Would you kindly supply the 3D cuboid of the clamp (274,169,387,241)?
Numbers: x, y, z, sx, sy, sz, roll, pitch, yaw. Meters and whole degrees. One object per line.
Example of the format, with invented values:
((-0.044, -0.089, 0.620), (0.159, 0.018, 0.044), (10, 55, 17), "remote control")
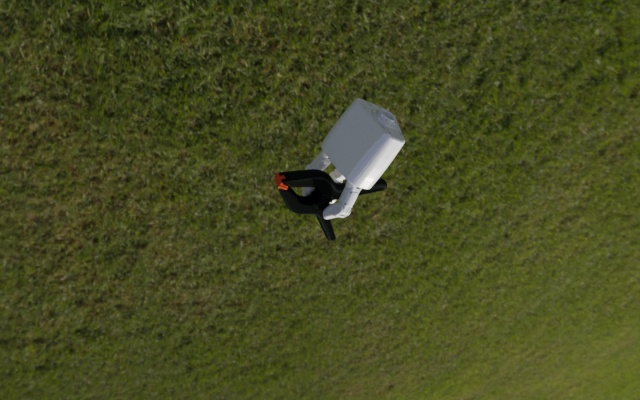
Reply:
((0.000, 0.003, 0.860), (0.210, 0.165, 0.036), (14, 35, -35), "clamp")
